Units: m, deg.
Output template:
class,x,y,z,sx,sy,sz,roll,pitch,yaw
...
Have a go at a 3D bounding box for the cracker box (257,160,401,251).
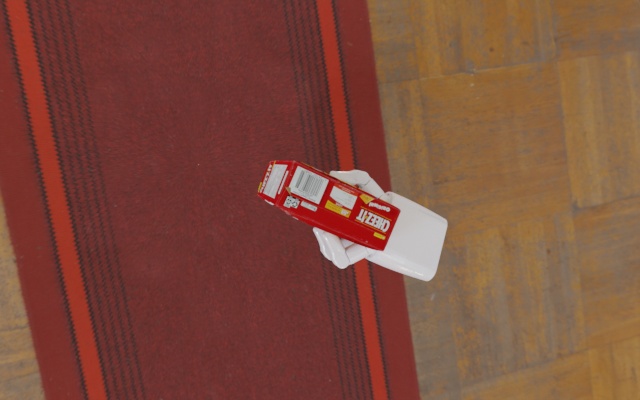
class,x,y,z,sx,sy,sz,roll,pitch,yaw
cracker box,0.000,0.002,0.720,0.164,0.072,0.213,24,-2,-15
